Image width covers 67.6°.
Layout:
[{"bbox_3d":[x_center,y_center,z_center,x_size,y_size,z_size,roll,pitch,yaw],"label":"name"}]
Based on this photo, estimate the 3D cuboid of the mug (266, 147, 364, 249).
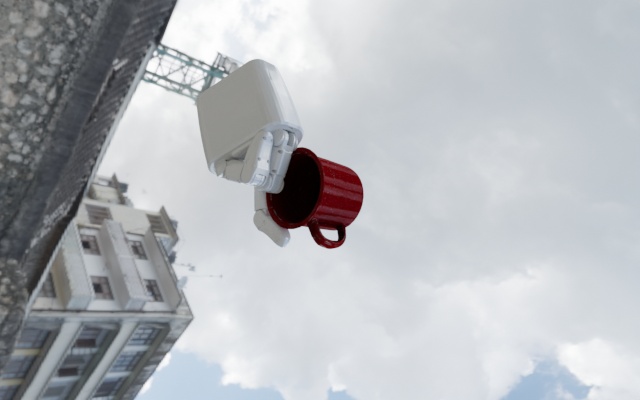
[{"bbox_3d":[0.001,0.003,0.555,0.093,0.117,0.081,-37,-32,32],"label":"mug"}]
